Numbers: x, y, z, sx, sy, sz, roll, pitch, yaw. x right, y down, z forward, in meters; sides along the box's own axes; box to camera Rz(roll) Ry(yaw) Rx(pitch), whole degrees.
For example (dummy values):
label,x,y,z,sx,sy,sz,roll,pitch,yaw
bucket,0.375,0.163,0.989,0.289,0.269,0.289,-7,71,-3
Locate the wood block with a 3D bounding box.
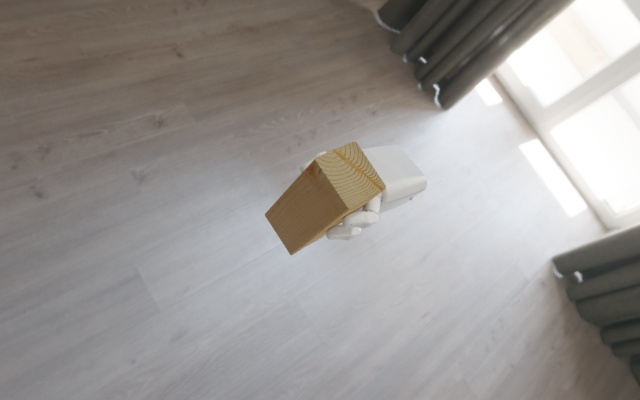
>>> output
label,x,y,z,sx,sy,sz,roll,pitch,yaw
wood block,0.000,0.002,0.782,0.090,0.091,0.206,-28,-9,-37
